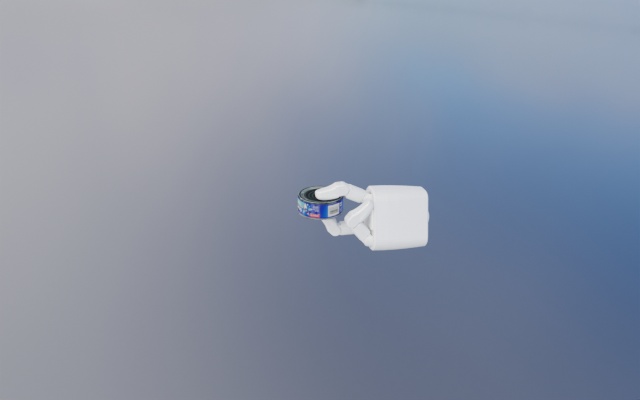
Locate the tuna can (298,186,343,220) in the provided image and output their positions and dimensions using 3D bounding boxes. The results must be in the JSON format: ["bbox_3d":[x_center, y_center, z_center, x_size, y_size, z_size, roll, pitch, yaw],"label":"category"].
[{"bbox_3d":[0.000,0.002,0.885,0.086,0.034,0.086,0,24,0],"label":"tuna can"}]
